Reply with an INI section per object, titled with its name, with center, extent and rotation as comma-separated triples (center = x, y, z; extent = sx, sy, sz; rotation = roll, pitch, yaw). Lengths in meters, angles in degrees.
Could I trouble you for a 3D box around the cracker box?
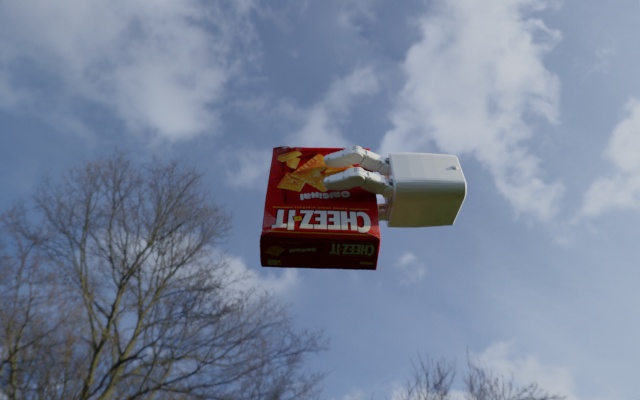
[cracker box]
center = 0.000, 0.002, 0.726
extent = 0.164, 0.072, 0.213
rotation = 1, 40, -1
